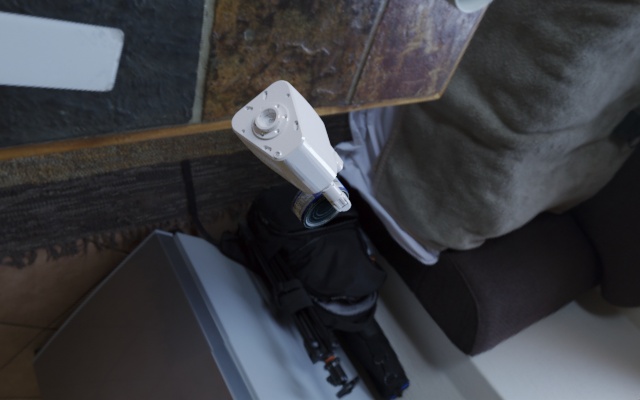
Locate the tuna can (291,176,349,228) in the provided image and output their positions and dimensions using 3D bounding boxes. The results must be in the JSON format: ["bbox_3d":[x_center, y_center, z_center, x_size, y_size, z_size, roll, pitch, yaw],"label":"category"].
[{"bbox_3d":[0.000,0.003,0.728,0.086,0.033,0.086,-29,-28,-17],"label":"tuna can"}]
